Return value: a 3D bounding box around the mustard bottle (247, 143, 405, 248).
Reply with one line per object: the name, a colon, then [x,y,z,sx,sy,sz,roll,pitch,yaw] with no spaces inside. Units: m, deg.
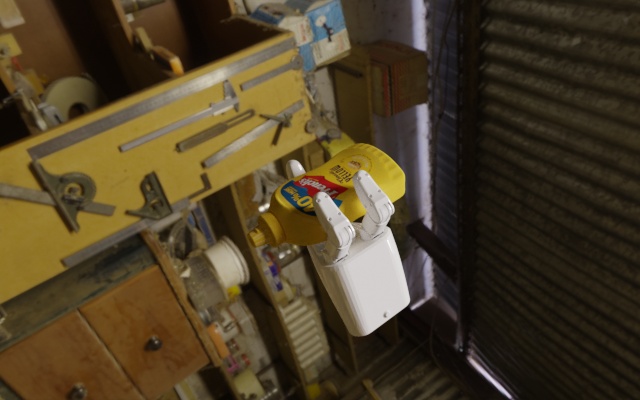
mustard bottle: [0.000,0.001,0.562,0.191,0.058,0.096,-30,47,-22]
